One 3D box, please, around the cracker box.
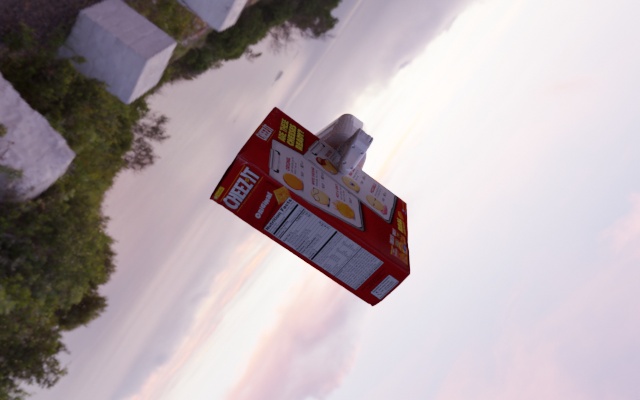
[{"bbox_3d":[0.000,0.002,0.551,0.214,0.072,0.164,35,27,-9],"label":"cracker box"}]
